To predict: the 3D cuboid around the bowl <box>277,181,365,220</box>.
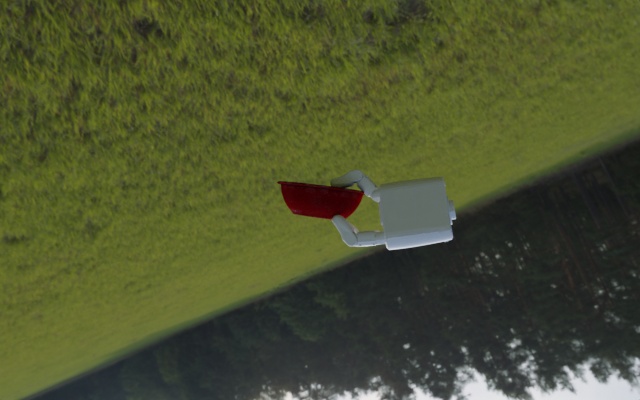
[{"bbox_3d":[-0.001,0.003,0.846,0.162,0.055,0.162,7,-1,0],"label":"bowl"}]
